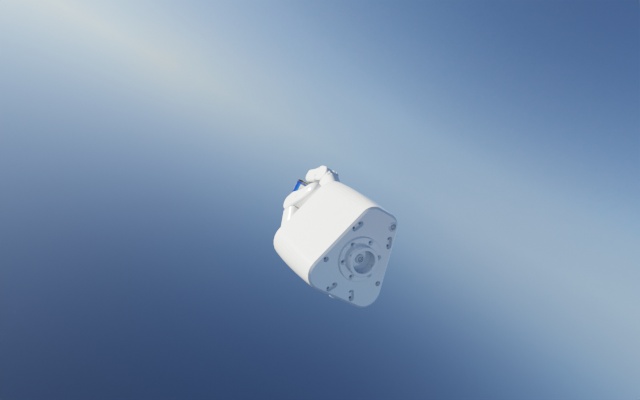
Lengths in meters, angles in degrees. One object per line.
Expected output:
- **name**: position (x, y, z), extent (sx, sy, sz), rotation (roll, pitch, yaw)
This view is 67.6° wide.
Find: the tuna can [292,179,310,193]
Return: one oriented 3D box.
- **tuna can**: position (0.000, 0.002, 0.666), extent (0.086, 0.034, 0.086), rotation (26, 1, -1)
